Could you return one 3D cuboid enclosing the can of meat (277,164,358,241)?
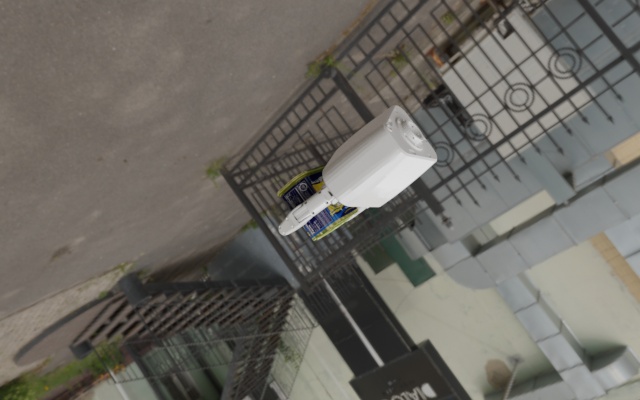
[{"bbox_3d":[0.000,0.003,0.672,0.057,0.084,0.102,-39,-7,27],"label":"can of meat"}]
